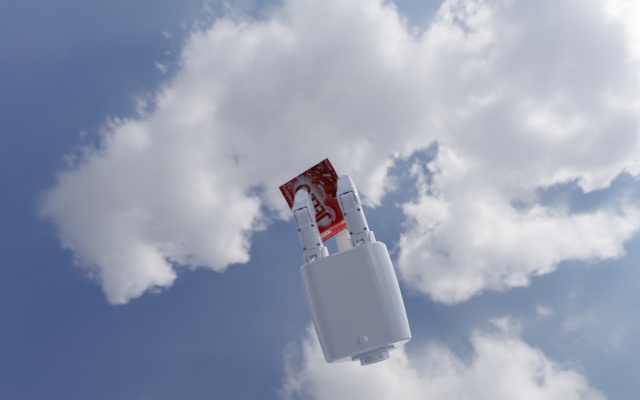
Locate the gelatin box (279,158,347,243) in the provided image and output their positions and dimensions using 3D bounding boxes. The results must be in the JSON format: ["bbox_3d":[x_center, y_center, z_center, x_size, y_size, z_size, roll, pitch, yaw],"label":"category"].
[{"bbox_3d":[0.000,0.002,0.592,0.073,0.089,0.030,-31,-29,2],"label":"gelatin box"}]
